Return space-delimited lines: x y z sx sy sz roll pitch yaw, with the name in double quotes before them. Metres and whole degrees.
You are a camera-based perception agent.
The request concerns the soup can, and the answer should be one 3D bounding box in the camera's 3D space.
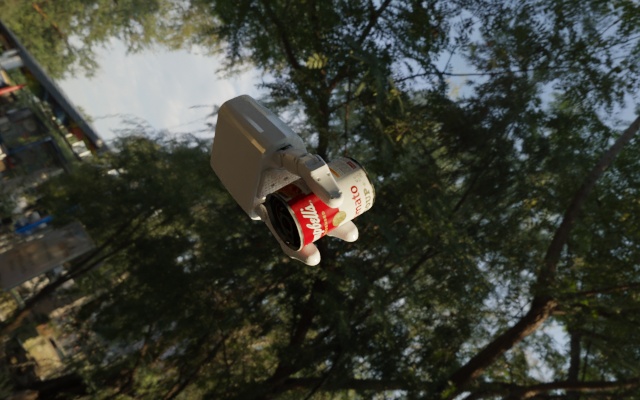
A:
"soup can" 0.001 0.002 0.522 0.102 0.068 0.068 -28 13 -25
